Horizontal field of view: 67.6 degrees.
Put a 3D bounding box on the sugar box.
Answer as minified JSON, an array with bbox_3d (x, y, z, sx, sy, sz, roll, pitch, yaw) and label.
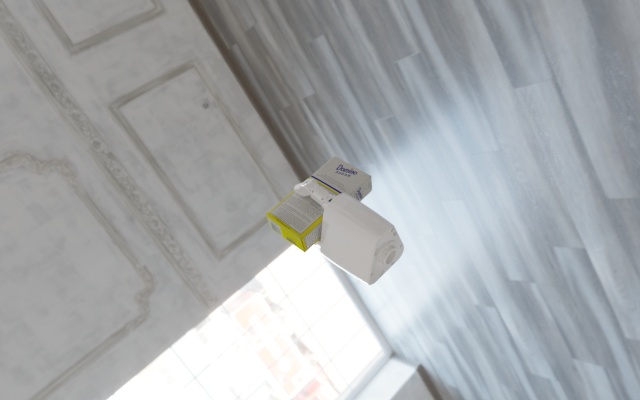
[{"bbox_3d":[0.000,0.003,0.835,0.176,0.048,0.093,-39,52,-25],"label":"sugar box"}]
